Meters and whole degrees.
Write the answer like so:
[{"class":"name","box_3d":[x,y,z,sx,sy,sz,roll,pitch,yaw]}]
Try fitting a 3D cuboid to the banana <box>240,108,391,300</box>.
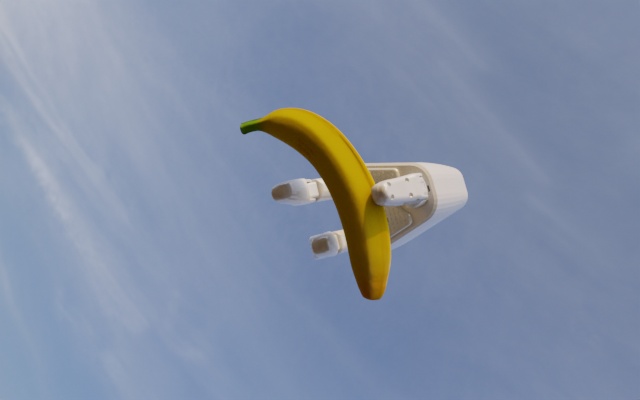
[{"class":"banana","box_3d":[0.010,-0.013,0.403,0.070,0.197,0.037,-45,-20,24]}]
